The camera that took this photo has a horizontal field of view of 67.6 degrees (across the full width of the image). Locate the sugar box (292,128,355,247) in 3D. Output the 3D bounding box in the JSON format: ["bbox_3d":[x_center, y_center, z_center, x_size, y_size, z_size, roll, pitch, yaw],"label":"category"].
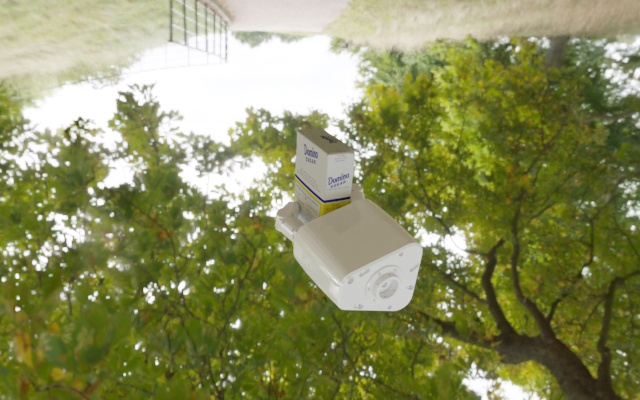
[{"bbox_3d":[0.001,0.002,0.634,0.048,0.176,0.093,-7,29,-26],"label":"sugar box"}]
